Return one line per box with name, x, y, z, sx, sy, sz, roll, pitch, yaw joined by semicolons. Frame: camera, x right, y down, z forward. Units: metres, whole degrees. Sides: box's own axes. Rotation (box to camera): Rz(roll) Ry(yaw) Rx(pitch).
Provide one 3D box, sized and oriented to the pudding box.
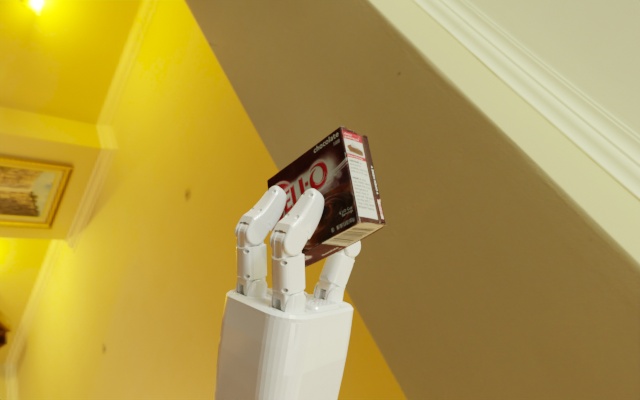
pudding box;0.000;0.001;0.428;0.039;0.090;0.113;13;-32;-42
